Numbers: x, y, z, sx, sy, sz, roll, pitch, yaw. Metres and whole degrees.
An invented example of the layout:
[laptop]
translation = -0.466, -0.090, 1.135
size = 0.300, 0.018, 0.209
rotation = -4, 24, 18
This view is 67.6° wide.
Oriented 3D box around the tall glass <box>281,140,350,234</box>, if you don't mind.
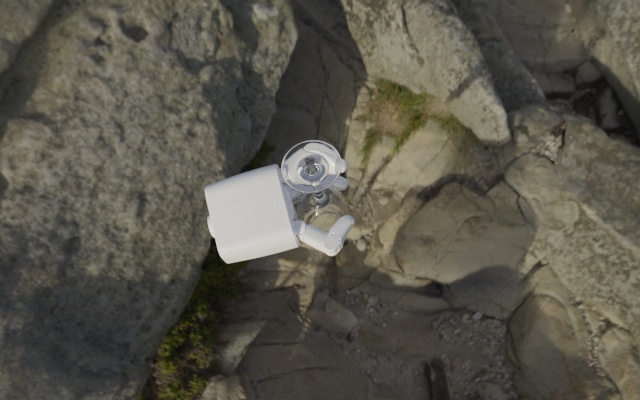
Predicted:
[tall glass]
translation = 0.000, 0.002, 0.663
size = 0.079, 0.079, 0.201
rotation = 0, -26, 8
